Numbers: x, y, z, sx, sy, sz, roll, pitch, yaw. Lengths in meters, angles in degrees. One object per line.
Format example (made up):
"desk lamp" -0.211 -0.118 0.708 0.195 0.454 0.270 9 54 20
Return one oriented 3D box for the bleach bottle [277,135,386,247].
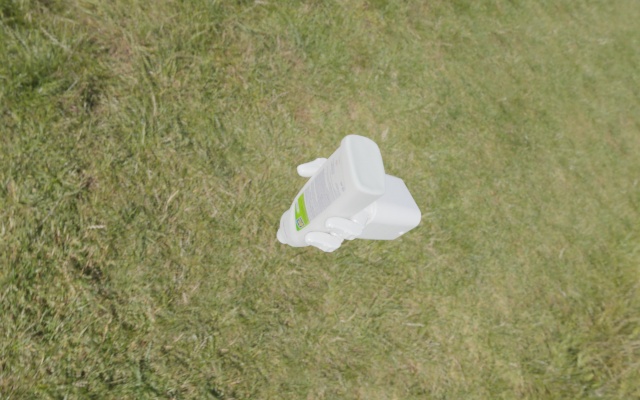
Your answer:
"bleach bottle" 0.000 0.003 0.772 0.068 0.102 0.251 10 -31 -32
